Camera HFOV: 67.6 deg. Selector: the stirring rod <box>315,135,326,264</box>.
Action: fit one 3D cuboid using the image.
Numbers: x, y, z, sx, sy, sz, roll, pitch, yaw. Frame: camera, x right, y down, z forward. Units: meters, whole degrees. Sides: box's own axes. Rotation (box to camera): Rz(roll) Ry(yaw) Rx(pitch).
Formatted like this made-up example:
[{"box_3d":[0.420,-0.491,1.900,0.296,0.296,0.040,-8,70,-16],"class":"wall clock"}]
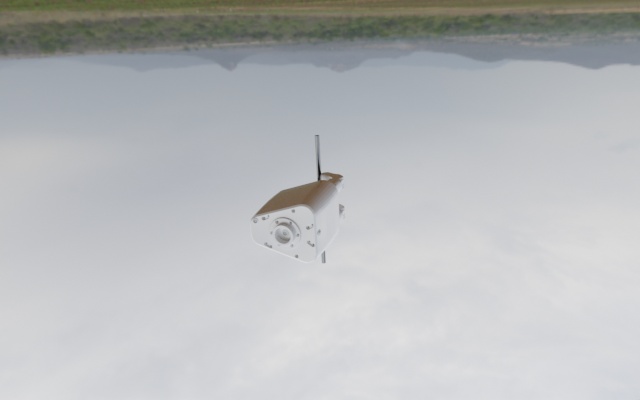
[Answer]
[{"box_3d":[0.000,0.003,0.851,0.011,0.240,0.011,-3,20,1],"class":"stirring rod"}]
